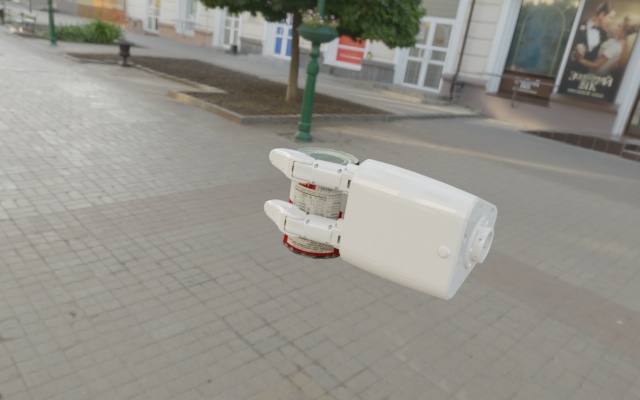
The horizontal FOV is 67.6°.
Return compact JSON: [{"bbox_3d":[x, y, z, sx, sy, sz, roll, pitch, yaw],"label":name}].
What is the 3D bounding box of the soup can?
[{"bbox_3d":[0.000,0.001,0.503,0.068,0.102,0.068,8,19,-3],"label":"soup can"}]
